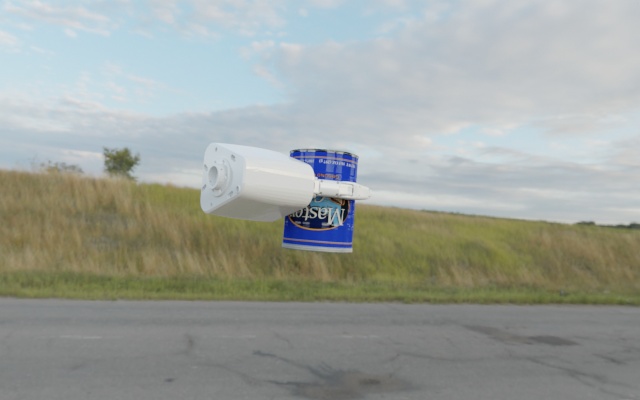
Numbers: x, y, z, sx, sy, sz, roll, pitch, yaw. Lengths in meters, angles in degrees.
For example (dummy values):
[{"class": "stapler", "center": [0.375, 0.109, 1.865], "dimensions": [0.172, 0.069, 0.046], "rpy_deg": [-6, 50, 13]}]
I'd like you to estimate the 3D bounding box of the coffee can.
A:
[{"class": "coffee can", "center": [0.000, 0.002, 0.696], "dimensions": [0.103, 0.140, 0.103], "rpy_deg": [4, -3, 0]}]
